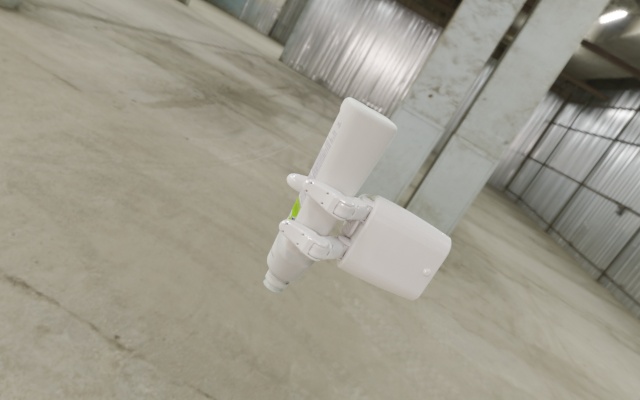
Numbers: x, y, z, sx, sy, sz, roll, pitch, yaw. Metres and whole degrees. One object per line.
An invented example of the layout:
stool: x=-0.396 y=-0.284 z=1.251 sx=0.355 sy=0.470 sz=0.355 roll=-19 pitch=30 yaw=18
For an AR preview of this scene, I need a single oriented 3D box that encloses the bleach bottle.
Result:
bleach bottle: x=0.000 y=0.002 z=0.585 sx=0.068 sy=0.251 sz=0.102 roll=28 pitch=15 yaw=-8
